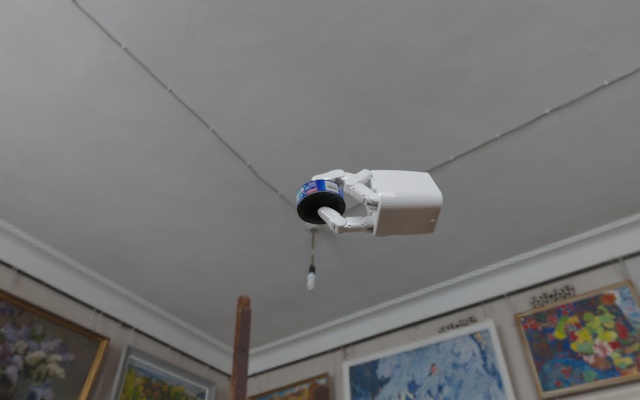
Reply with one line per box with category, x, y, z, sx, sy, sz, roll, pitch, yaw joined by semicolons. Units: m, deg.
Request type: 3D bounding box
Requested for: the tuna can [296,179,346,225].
tuna can;0.000;0.002;0.842;0.086;0.033;0.086;-4;-43;-4
